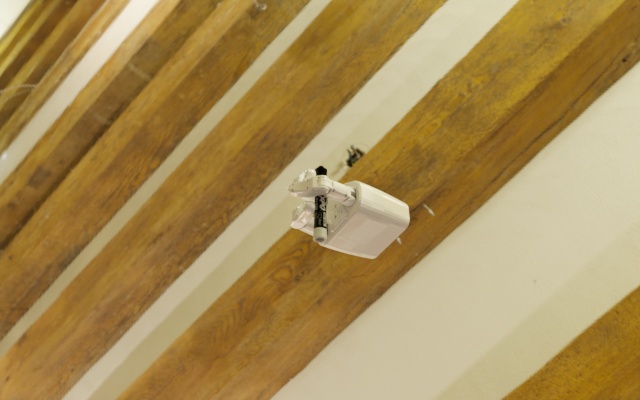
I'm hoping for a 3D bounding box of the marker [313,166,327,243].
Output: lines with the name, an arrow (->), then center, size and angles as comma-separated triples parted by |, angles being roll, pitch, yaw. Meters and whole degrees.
marker -> 0.000, 0.002, 0.685 | 0.020, 0.121, 0.020 | 1, -30, 0
